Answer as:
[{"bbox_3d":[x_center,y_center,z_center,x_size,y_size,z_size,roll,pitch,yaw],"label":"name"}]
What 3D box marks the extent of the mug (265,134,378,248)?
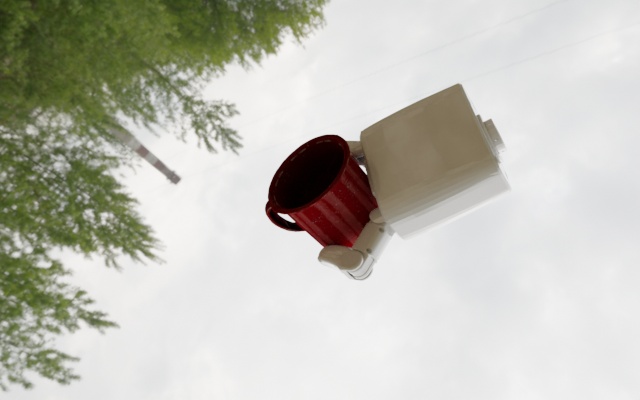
[{"bbox_3d":[-0.001,0.002,0.470,0.117,0.093,0.081,-25,-50,25],"label":"mug"}]
